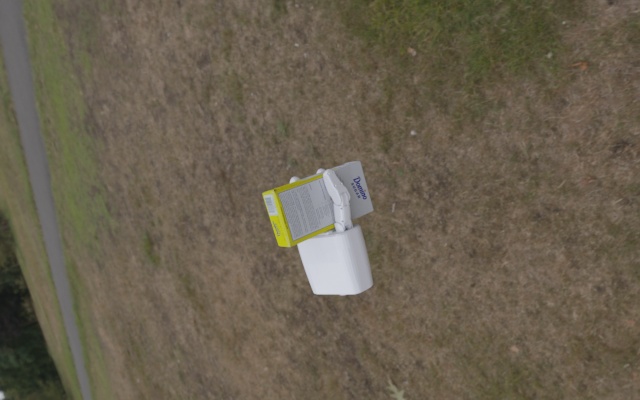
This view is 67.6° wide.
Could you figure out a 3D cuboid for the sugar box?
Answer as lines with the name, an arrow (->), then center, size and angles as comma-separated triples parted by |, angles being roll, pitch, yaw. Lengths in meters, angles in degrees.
sugar box -> 0.000, 0.003, 0.787 | 0.176, 0.093, 0.048 | -21, 9, -34
